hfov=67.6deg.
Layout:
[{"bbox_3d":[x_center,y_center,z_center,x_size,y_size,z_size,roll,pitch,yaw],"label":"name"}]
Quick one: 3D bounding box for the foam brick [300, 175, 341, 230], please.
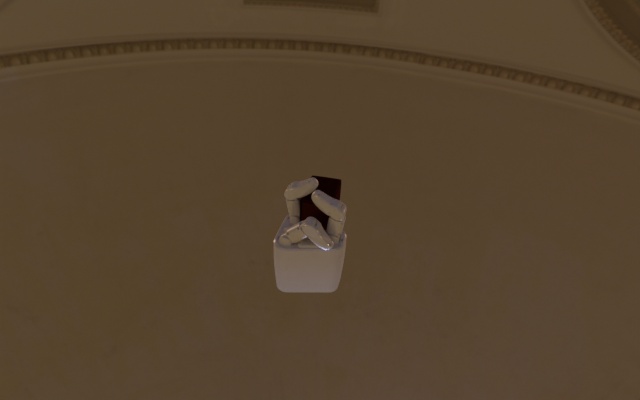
[{"bbox_3d":[0.000,0.002,0.791,0.053,0.051,0.078,10,38,11],"label":"foam brick"}]
